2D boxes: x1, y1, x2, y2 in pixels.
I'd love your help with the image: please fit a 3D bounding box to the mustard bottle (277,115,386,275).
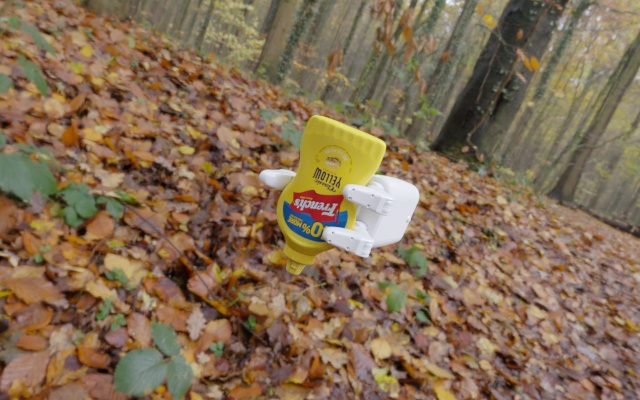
[{"bbox_3d":[0.000,0.002,0.576,0.096,0.192,0.058,23,12,6],"label":"mustard bottle"}]
